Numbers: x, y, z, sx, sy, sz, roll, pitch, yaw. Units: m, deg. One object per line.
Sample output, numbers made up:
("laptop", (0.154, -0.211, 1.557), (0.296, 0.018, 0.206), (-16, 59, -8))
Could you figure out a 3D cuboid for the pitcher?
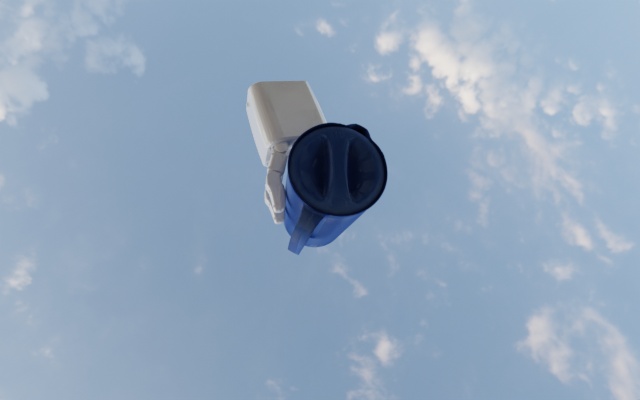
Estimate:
("pitcher", (0.000, 0.002, 0.724), (0.149, 0.145, 0.243), (-16, -16, -14))
